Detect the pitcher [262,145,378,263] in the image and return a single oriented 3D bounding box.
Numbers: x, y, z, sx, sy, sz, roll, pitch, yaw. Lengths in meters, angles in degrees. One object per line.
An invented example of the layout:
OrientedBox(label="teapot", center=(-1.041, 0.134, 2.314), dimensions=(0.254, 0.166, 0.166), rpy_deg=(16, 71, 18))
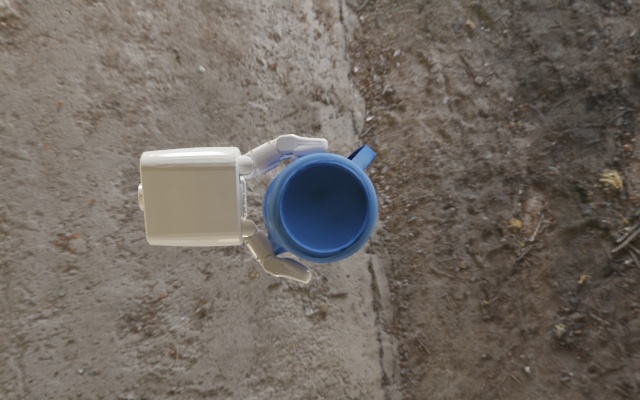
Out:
OrientedBox(label="pitcher", center=(0.000, 0.002, 0.574), dimensions=(0.145, 0.149, 0.243), rpy_deg=(0, -1, -5))
